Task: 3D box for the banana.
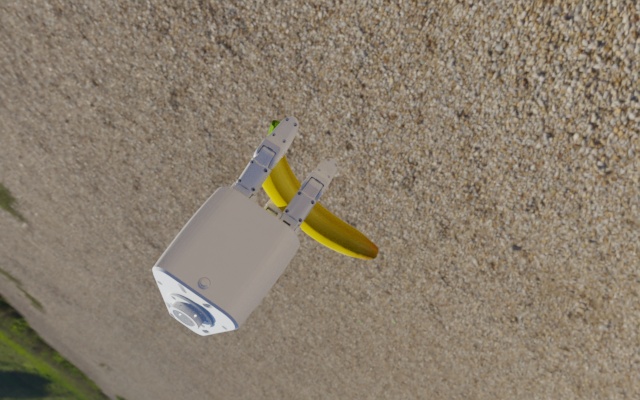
[{"bbox_3d":[-0.014,0.004,0.545,0.069,0.198,0.037,-20,27,47],"label":"banana"}]
